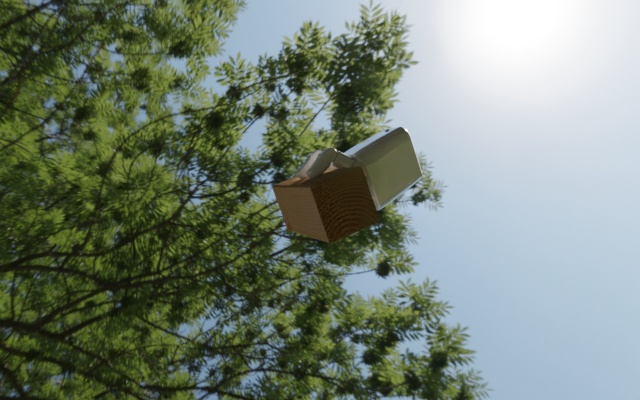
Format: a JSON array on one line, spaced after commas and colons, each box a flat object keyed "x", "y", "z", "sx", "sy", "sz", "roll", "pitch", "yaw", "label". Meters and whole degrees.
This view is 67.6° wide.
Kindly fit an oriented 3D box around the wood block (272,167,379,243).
[{"x": 0.001, "y": 0.003, "z": 0.791, "sx": 0.090, "sy": 0.091, "sz": 0.206, "roll": -23, "pitch": 10, "yaw": -19, "label": "wood block"}]
